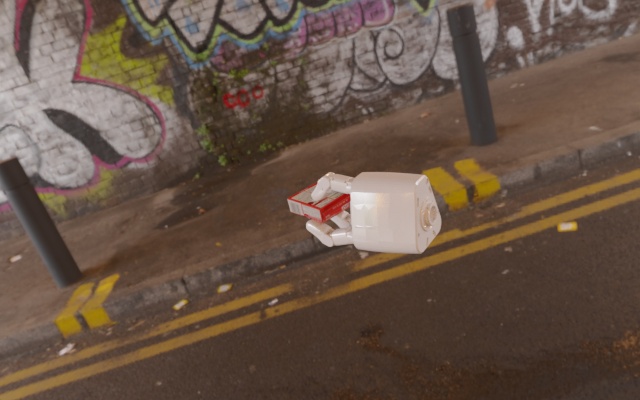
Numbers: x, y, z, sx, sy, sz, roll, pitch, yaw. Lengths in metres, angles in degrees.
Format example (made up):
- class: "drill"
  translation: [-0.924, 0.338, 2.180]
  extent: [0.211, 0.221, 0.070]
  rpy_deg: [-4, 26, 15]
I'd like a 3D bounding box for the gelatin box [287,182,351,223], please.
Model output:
- class: "gelatin box"
  translation: [0.000, 0.002, 0.811]
  extent: [0.073, 0.030, 0.089]
  rpy_deg: [-30, 31, -34]
